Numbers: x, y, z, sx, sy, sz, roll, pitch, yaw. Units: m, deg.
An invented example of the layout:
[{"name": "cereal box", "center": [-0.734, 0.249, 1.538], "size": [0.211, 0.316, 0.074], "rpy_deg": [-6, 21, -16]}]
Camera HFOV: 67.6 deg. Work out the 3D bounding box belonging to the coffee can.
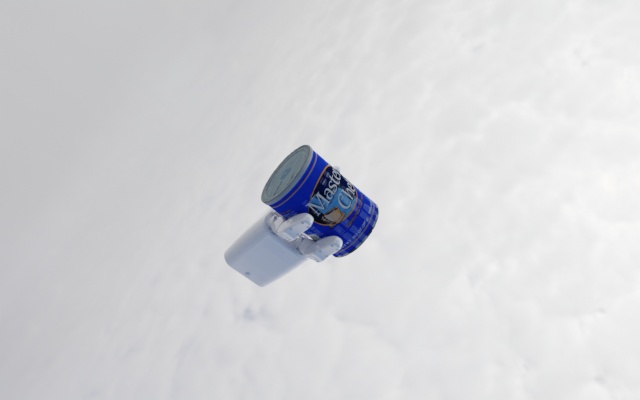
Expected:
[{"name": "coffee can", "center": [0.000, 0.002, 0.692], "size": [0.140, 0.102, 0.103], "rpy_deg": [39, -17, -22]}]
